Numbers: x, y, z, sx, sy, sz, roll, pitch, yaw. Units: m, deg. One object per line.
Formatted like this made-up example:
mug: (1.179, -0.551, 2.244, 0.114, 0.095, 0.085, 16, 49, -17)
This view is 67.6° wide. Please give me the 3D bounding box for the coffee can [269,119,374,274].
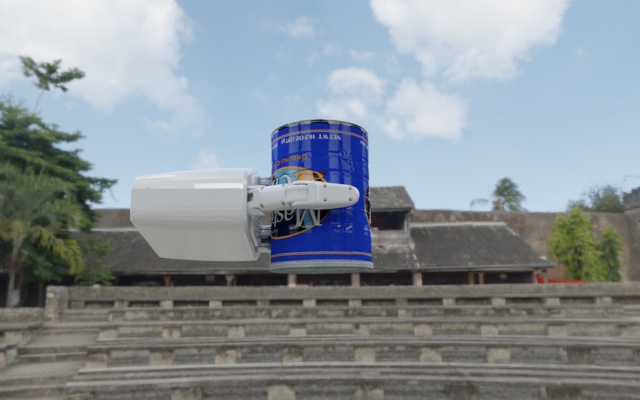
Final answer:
coffee can: (0.000, 0.002, 0.486, 0.103, 0.140, 0.103, -1, -12, 0)
